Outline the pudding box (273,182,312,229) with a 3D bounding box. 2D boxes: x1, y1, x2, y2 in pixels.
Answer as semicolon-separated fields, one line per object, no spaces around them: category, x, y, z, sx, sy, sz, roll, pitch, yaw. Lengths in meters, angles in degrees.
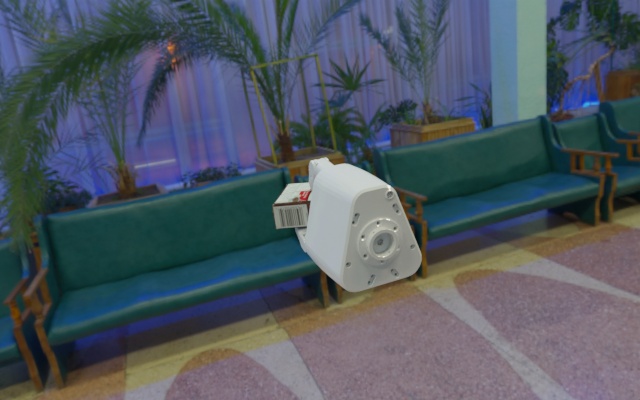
pudding box;0.000;0.002;0.646;0.113;0.039;0.090;-4;18;11
